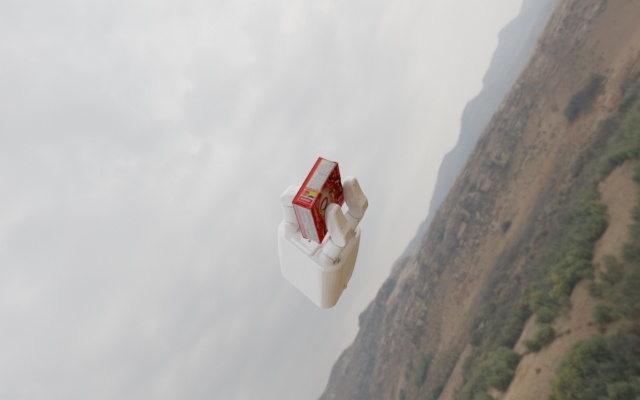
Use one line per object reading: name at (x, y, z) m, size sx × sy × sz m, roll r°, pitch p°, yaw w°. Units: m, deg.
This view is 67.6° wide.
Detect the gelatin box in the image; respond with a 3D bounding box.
gelatin box at (0.000, 0.002, 0.596) m, size 0.030 × 0.073 × 0.089 m, roll 19°, pitch -29°, yaw 21°
